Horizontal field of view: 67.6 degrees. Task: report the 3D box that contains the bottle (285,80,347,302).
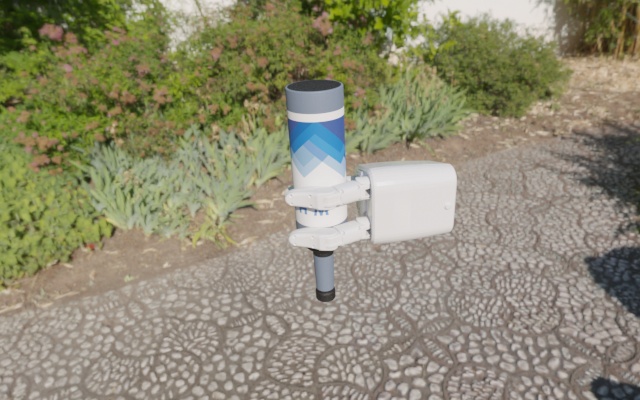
[{"bbox_3d":[0.000,0.002,0.606,0.069,0.296,0.069,-3,26,1],"label":"bottle"}]
